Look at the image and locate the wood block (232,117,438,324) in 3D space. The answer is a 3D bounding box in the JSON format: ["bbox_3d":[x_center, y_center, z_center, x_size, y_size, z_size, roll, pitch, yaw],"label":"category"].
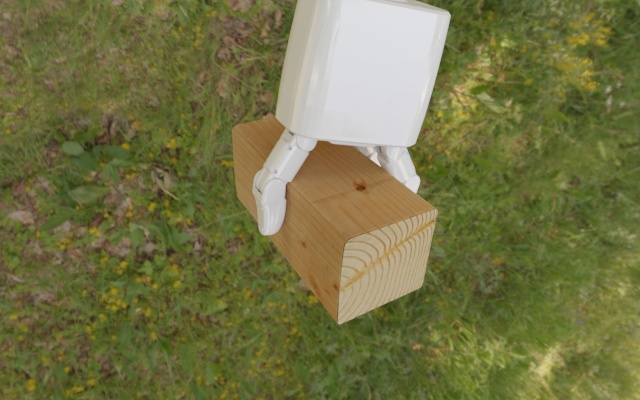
[{"bbox_3d":[0.000,0.001,0.449,0.091,0.090,0.206,-17,39,-26],"label":"wood block"}]
